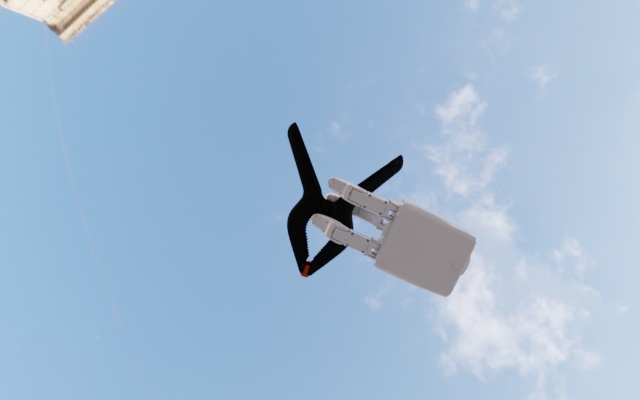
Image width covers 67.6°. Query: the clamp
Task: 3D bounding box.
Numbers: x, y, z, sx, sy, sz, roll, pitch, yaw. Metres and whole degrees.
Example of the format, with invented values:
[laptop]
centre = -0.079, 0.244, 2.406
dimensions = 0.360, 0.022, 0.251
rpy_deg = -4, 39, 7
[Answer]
[clamp]
centre = 0.000, 0.003, 0.668
dimensions = 0.164, 0.210, 0.036
rpy_deg = 25, 9, 6
